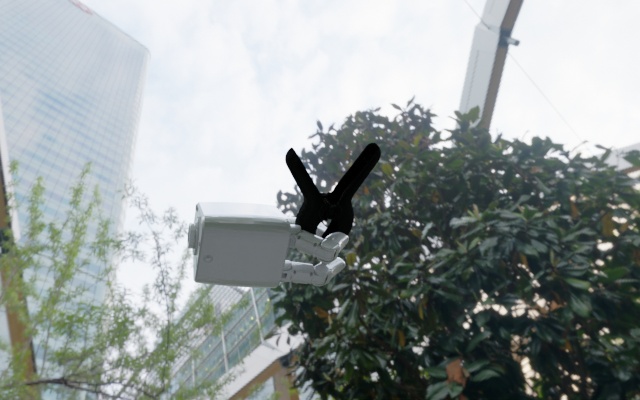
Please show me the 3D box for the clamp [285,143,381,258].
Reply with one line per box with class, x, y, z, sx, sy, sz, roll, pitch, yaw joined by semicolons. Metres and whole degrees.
clamp;0.000;0.002;0.599;0.120;0.171;0.039;5;27;-20
